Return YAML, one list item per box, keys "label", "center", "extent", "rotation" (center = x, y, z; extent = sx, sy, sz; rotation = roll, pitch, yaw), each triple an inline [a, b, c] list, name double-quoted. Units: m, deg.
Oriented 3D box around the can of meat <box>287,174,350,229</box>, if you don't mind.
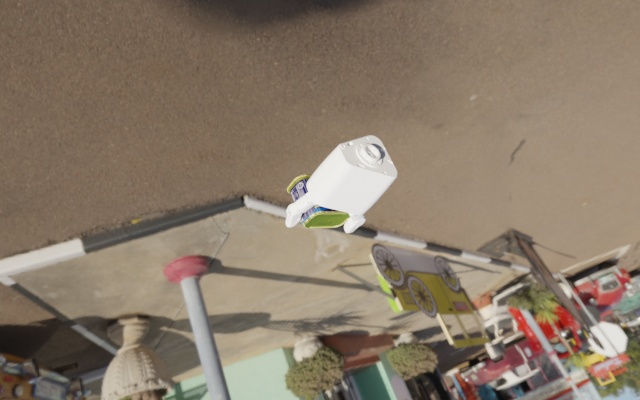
- label: "can of meat"
  center: [0.000, 0.003, 0.881]
  extent: [0.102, 0.084, 0.057]
  rotation: [0, -35, -39]
